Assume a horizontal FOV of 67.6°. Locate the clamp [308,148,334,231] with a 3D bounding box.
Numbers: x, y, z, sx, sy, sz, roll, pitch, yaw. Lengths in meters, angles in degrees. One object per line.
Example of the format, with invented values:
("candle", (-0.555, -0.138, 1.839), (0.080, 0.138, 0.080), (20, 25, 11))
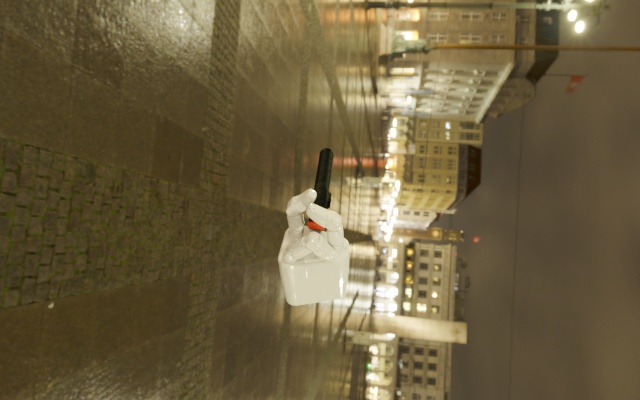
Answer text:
("clamp", (0.001, 0.003, 0.820), (0.039, 0.120, 0.171), (4, 41, 8))
